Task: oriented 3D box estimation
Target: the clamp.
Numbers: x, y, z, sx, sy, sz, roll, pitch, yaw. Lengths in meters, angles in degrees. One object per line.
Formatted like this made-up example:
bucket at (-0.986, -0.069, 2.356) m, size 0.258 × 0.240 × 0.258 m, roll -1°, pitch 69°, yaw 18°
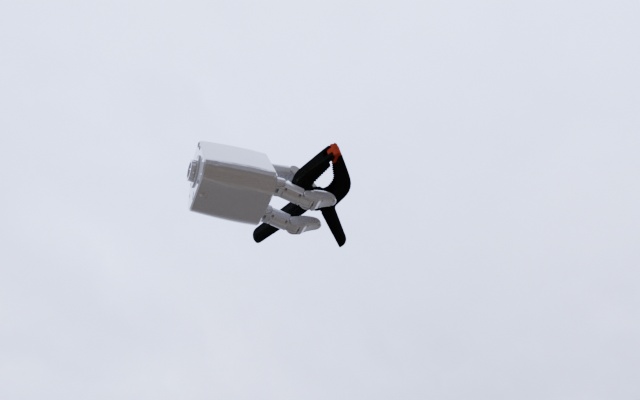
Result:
clamp at (0.000, 0.002, 0.762) m, size 0.164 × 0.210 × 0.036 m, roll 10°, pitch 39°, yaw -26°
